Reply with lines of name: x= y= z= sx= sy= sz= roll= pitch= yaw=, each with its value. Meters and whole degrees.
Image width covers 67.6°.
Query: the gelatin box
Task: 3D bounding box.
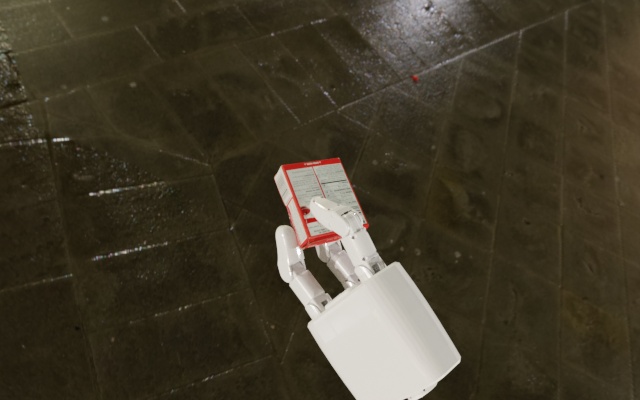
gelatin box: x=0.000 y=0.001 z=0.509 sx=0.073 sy=0.089 sz=0.030 roll=-11 pitch=-22 yaw=-29
